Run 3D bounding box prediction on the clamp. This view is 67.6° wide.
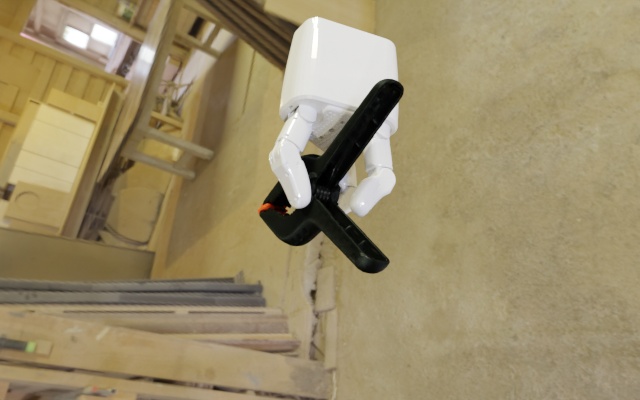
[{"bbox_3d":[-0.001,0.001,0.446,0.036,0.164,0.210,20,-28,-30],"label":"clamp"}]
